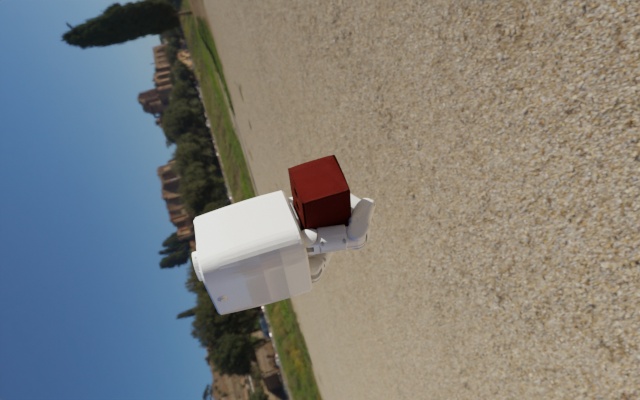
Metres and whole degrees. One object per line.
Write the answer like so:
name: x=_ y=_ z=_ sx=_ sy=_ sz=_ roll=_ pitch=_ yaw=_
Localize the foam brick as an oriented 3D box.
foam brick: x=0.000 y=0.001 z=0.503 sx=0.051 sy=0.053 sz=0.078 roll=-15 pitch=-39 yaw=-8
